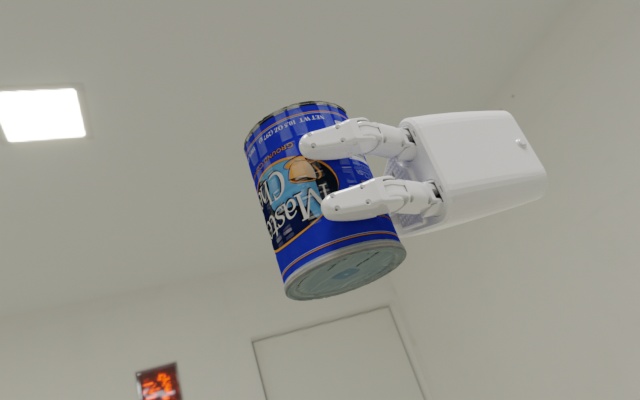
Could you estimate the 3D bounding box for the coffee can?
[{"bbox_3d":[0.000,0.002,0.412,0.103,0.140,0.103,-16,-25,-8],"label":"coffee can"}]
